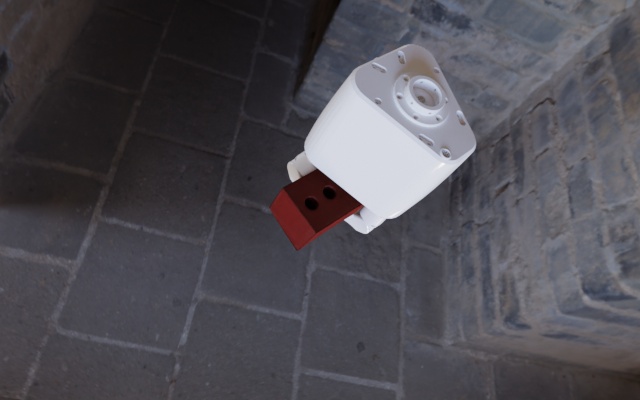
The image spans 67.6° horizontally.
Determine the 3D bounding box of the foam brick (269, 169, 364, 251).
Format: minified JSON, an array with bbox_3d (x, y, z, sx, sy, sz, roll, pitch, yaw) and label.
[{"bbox_3d":[0.000,0.002,0.459,0.078,0.053,0.051,-32,-7,-29],"label":"foam brick"}]
